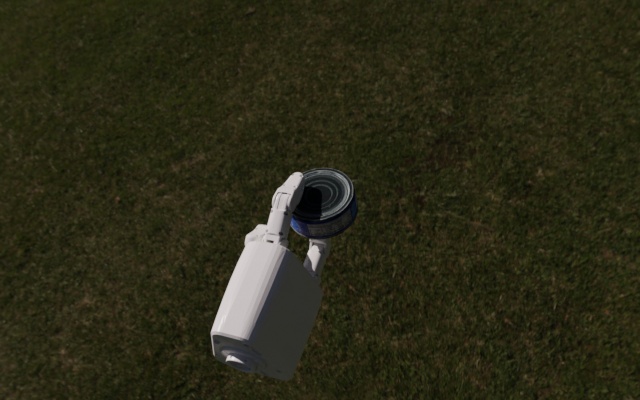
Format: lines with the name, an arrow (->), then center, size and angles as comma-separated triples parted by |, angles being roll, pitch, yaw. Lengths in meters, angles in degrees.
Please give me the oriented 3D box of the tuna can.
tuna can -> 0.000, 0.001, 0.562 | 0.086, 0.086, 0.034 | 0, -41, 13
